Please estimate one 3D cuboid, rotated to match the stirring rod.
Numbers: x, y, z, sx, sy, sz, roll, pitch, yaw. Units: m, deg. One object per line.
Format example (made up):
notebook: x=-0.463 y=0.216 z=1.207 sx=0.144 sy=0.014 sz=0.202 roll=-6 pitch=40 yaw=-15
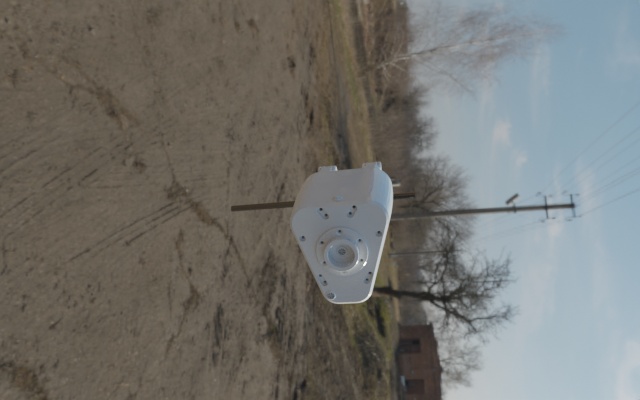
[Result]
stirring rod: x=0.000 y=0.002 z=0.619 sx=0.239 sy=0.011 sz=0.011 roll=-4 pitch=-1 yaw=9
